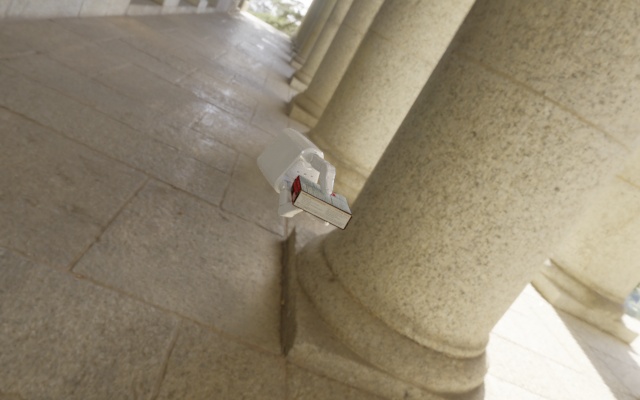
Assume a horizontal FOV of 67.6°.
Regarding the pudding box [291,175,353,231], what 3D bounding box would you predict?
[{"bbox_3d":[0.000,0.003,0.896,0.113,0.039,0.090,25,17,-14],"label":"pudding box"}]
